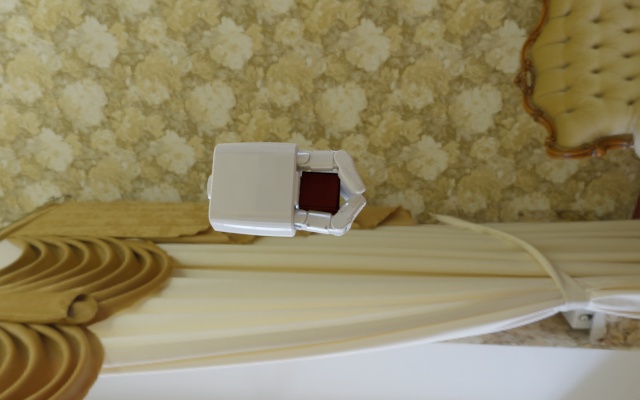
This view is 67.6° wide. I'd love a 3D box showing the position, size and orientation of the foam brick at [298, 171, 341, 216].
[{"bbox_3d":[0.000,0.002,0.635,0.051,0.053,0.078,2,-27,2],"label":"foam brick"}]
